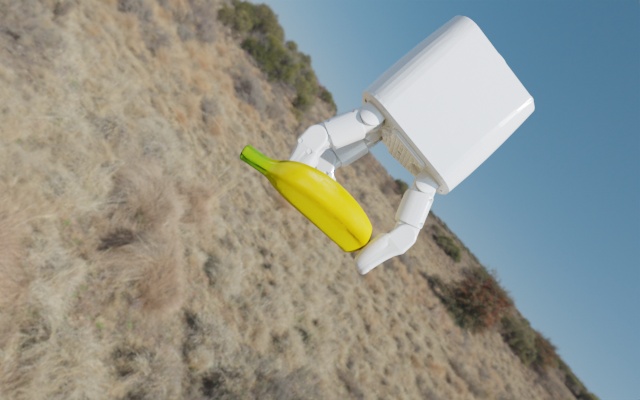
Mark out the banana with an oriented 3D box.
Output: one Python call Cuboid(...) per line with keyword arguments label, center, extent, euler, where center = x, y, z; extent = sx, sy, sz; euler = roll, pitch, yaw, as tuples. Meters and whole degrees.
Cuboid(label="banana", center=(0.011, 0.010, 0.400), extent=(0.069, 0.037, 0.198), euler=(41, -2, 33))
